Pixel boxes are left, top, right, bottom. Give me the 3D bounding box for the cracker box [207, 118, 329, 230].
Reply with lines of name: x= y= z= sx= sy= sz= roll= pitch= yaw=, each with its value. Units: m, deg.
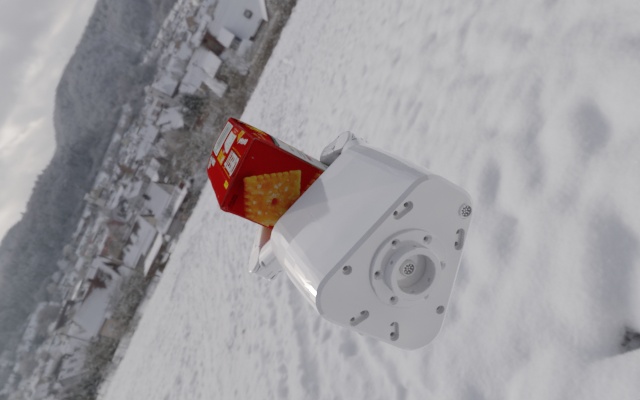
cracker box: x=0.000 y=0.001 z=0.475 sx=0.214 sy=0.072 sz=0.164 roll=26 pitch=6 yaw=-23
